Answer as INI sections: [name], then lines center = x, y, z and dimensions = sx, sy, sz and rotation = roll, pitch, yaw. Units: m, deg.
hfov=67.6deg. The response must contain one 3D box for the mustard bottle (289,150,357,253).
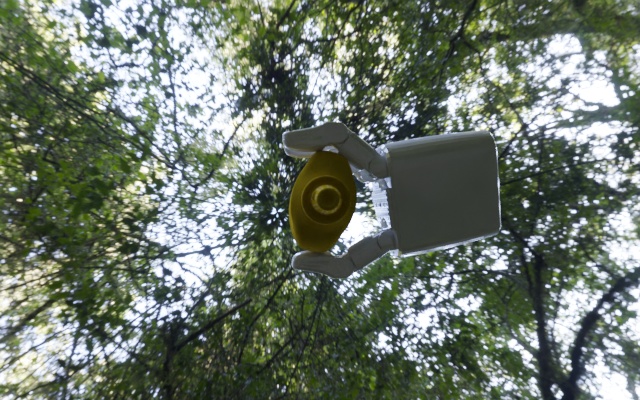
[mustard bottle]
center = 0.000, 0.002, 0.467
dimensions = 0.058, 0.096, 0.191
rotation = 13, -2, -4
